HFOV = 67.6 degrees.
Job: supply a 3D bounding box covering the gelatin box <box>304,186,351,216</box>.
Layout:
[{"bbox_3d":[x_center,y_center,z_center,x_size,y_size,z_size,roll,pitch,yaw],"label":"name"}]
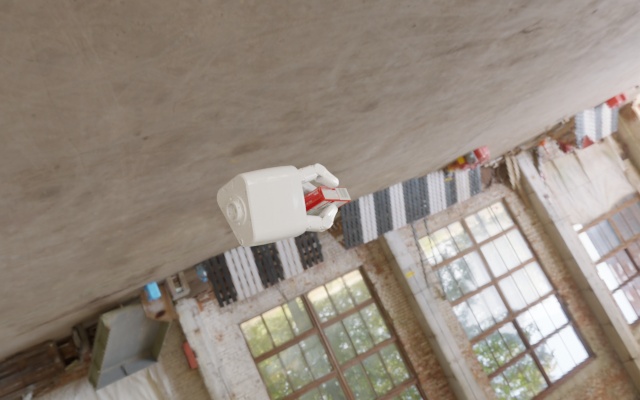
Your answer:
[{"bbox_3d":[0.001,0.003,0.861,0.073,0.030,0.089,-31,-18,31],"label":"gelatin box"}]
